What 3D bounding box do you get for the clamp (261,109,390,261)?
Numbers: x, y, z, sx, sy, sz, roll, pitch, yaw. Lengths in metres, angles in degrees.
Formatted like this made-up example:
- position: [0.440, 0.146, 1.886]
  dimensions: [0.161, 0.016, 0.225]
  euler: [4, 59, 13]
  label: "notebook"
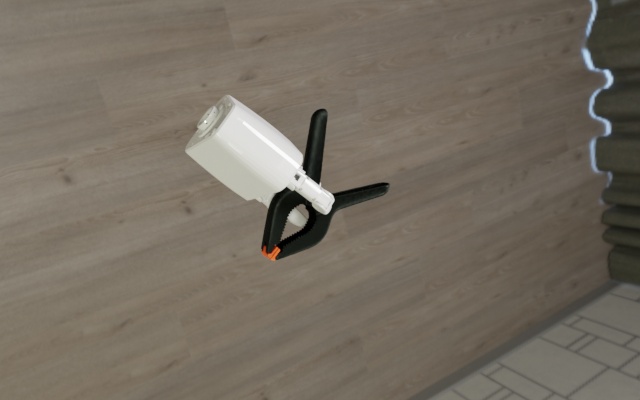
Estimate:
- position: [0.000, 0.003, 0.667]
  dimensions: [0.164, 0.210, 0.036]
  euler: [38, -11, -25]
  label: "clamp"
